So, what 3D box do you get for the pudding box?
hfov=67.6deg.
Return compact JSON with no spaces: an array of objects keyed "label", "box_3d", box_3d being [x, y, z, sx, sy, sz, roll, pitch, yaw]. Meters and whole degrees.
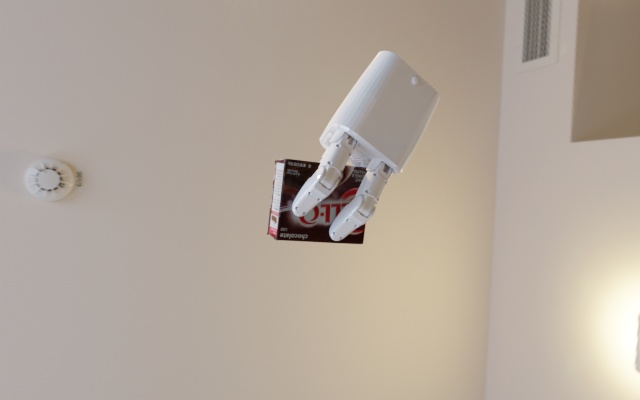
[{"label":"pudding box","box_3d":[0.000,0.002,0.547,0.113,0.090,0.039,5,4,-23]}]
